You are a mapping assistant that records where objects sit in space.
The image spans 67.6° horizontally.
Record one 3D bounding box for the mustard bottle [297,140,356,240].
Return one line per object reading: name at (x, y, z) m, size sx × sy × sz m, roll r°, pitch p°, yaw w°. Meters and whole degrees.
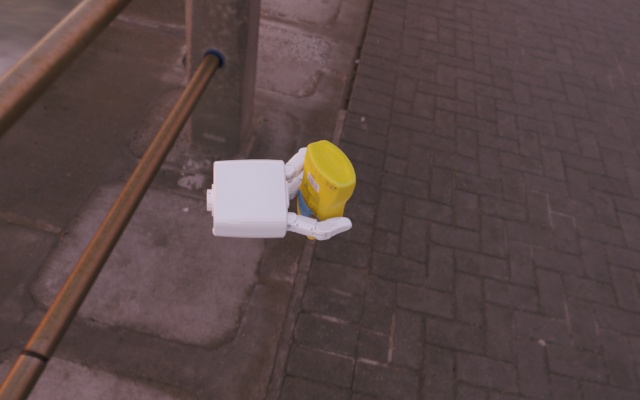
mustard bottle at (0.000, 0.002, 0.765) m, size 0.058 × 0.096 × 0.192 m, roll -21°, pitch -32°, yaw -27°
